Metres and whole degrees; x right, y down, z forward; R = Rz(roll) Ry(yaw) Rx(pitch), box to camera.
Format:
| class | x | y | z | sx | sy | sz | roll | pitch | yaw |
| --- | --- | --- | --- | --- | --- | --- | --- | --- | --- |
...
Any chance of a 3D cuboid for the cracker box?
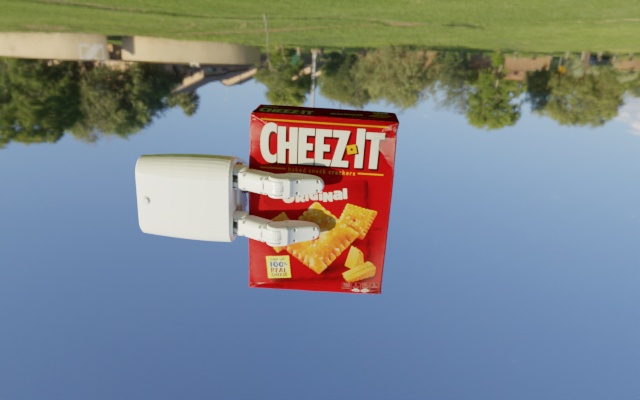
| class | x | y | z | sx | sy | sz | roll | pitch | yaw |
| --- | --- | --- | --- | --- | --- | --- | --- | --- | --- |
| cracker box | 0.000 | 0.002 | 0.567 | 0.164 | 0.214 | 0.072 | 4 | 19 | 1 |
